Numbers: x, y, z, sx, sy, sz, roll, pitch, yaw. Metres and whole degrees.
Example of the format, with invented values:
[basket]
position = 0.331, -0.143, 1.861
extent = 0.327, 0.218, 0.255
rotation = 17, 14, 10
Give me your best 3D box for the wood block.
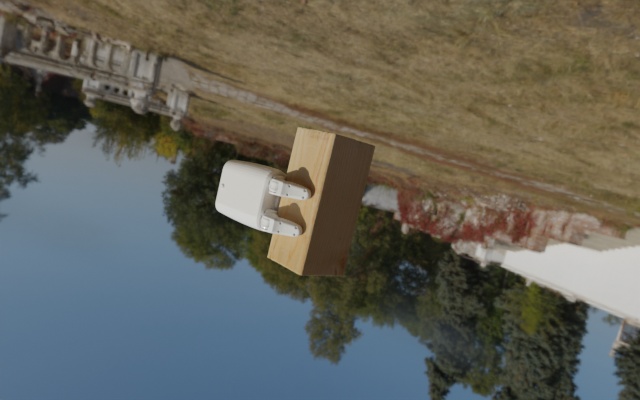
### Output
[wood block]
position = 0.000, 0.002, 0.730
extent = 0.091, 0.206, 0.090
rotation = 9, 7, -43
